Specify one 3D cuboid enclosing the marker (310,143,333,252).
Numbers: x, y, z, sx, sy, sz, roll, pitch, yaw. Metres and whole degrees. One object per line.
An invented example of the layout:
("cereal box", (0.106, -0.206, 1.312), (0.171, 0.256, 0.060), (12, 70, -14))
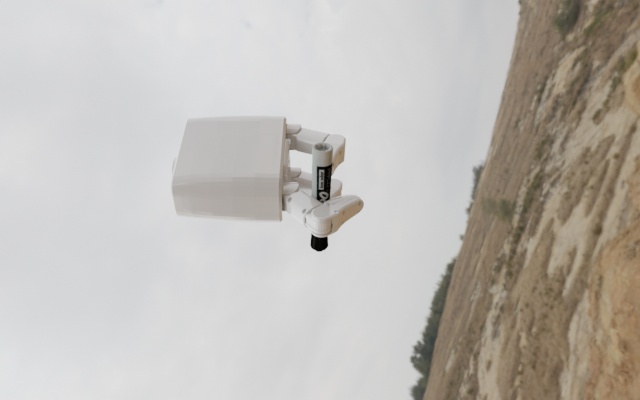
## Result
("marker", (0.000, 0.001, 0.462), (0.020, 0.121, 0.020), (1, 35, -1))
